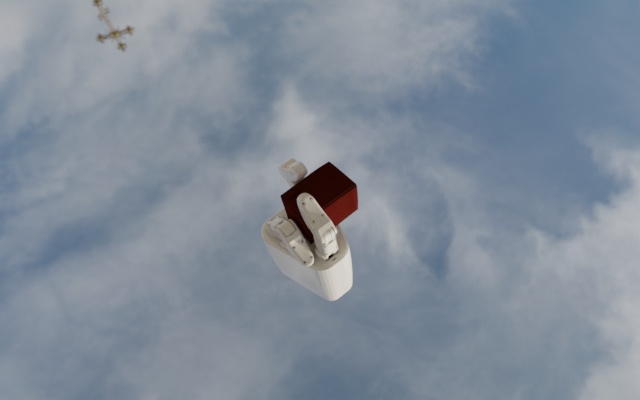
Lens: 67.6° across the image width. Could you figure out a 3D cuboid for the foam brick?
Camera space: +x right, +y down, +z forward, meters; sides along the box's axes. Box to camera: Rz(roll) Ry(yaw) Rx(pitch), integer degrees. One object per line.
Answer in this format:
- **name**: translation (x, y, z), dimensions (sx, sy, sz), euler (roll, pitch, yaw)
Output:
- **foam brick**: translation (0.000, 0.002, 0.578), dimensions (0.078, 0.053, 0.051), euler (-36, -33, -15)
